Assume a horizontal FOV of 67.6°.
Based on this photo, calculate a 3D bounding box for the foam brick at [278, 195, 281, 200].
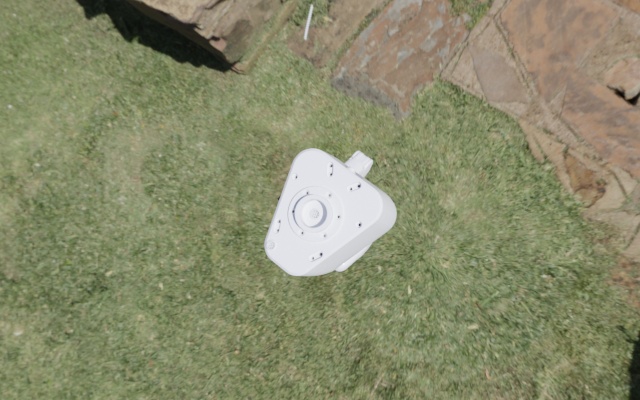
[{"bbox_3d":[0.000,0.002,0.555,0.078,0.053,0.051,37,5,14],"label":"foam brick"}]
